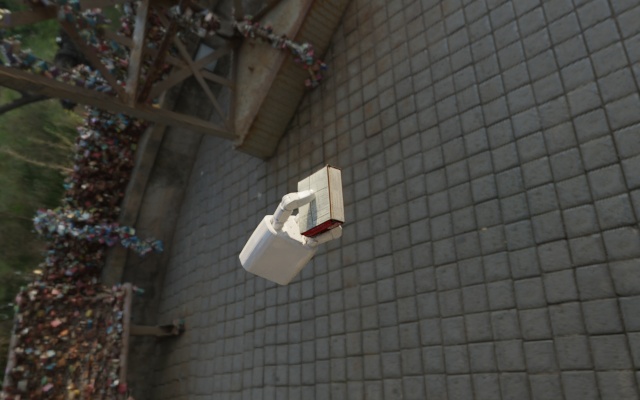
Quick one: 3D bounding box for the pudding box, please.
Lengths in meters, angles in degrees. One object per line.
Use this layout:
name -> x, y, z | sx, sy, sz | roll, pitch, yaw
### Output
pudding box -> 0.000, 0.003, 0.879 | 0.039, 0.113, 0.090 | 16, -31, -39
